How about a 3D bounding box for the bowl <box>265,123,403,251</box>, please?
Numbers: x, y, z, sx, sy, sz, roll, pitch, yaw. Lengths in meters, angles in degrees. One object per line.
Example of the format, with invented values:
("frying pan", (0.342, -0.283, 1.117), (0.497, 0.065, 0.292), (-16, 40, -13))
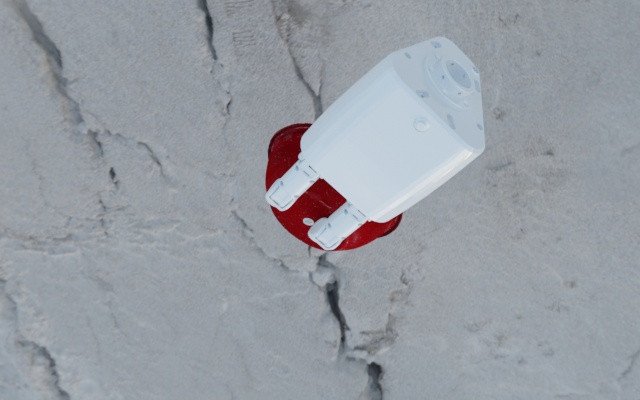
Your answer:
("bowl", (0.000, 0.003, 0.491), (0.162, 0.162, 0.055), (0, 43, 43))
